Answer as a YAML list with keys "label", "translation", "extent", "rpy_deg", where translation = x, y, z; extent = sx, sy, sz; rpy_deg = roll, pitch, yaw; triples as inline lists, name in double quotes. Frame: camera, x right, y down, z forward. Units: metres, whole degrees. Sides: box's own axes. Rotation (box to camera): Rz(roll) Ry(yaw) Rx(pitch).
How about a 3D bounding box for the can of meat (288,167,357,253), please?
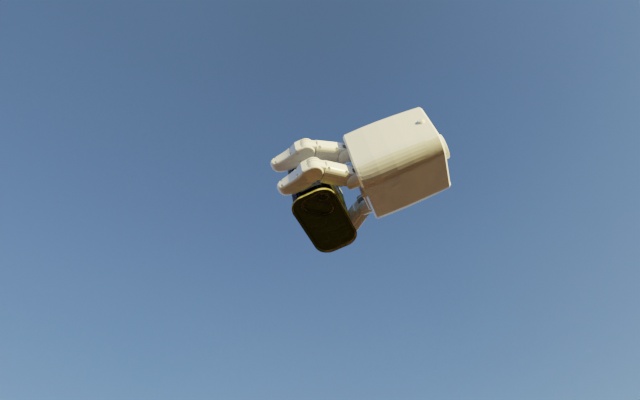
- label: "can of meat"
  translation: [0.000, 0.002, 0.618]
  extent: [0.057, 0.102, 0.084]
  rpy_deg: [-24, 38, 9]
